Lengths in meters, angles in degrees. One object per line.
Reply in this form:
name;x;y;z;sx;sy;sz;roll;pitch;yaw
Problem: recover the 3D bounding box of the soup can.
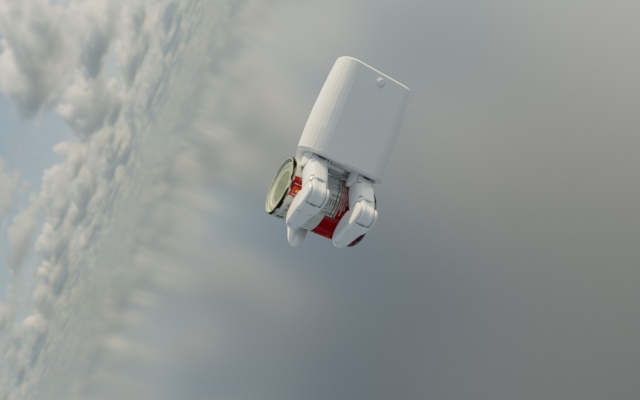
soup can;0.000;0.002;0.520;0.102;0.068;0.068;23;-8;-20
